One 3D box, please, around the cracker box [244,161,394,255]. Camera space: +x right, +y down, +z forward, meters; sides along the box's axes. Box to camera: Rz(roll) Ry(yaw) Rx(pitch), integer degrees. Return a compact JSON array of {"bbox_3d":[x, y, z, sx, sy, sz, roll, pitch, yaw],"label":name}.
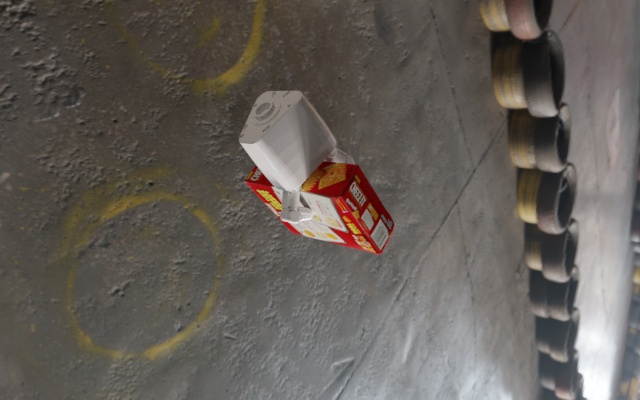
[{"bbox_3d":[0.000,0.003,0.815,0.213,0.072,0.164,11,-30,41],"label":"cracker box"}]
